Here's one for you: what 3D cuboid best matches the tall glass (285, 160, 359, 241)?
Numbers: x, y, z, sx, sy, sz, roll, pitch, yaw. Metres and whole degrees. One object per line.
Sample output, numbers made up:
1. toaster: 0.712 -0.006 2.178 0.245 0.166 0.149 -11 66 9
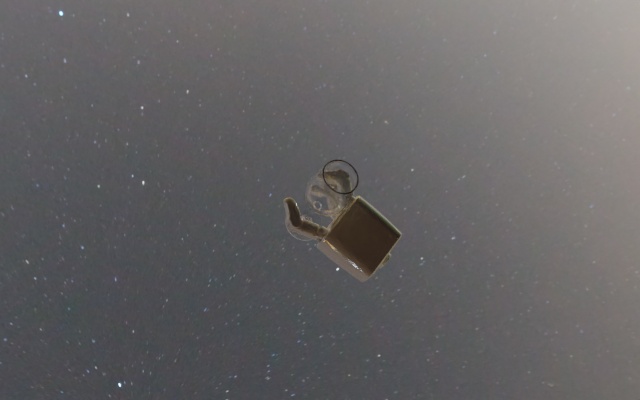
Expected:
1. tall glass: 0.000 0.003 0.840 0.079 0.079 0.201 0 -24 -21
